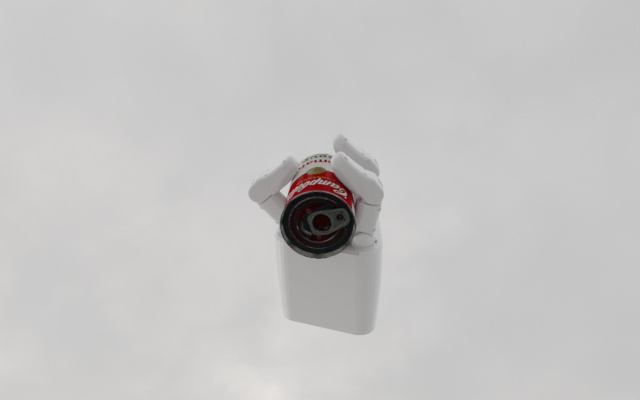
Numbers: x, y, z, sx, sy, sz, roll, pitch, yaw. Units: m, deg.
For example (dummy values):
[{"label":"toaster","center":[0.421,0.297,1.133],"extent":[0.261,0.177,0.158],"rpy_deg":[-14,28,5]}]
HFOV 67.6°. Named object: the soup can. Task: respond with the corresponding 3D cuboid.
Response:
[{"label":"soup can","center":[0.000,0.001,0.466],"extent":[0.068,0.068,0.102],"rpy_deg":[0,25,3]}]
